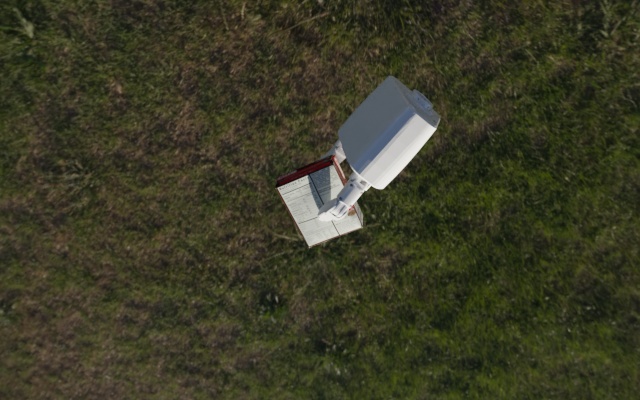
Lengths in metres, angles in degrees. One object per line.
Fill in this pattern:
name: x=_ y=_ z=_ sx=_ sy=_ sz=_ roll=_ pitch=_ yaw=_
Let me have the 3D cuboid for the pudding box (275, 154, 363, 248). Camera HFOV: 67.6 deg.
pudding box: x=0.000 y=0.002 z=0.677 sx=0.090 sy=0.113 sz=0.039 roll=-21 pitch=24 yaw=12
